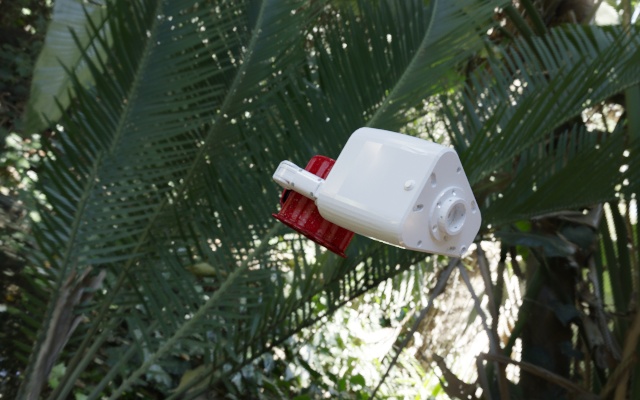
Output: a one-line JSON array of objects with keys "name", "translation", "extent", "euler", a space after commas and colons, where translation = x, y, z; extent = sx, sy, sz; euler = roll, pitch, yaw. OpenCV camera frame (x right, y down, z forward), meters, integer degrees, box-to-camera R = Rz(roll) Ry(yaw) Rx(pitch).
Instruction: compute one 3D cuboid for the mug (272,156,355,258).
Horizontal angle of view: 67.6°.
[{"name": "mug", "translation": [-0.001, 0.001, 0.531], "extent": [0.117, 0.081, 0.093], "euler": [22, -10, 48]}]
